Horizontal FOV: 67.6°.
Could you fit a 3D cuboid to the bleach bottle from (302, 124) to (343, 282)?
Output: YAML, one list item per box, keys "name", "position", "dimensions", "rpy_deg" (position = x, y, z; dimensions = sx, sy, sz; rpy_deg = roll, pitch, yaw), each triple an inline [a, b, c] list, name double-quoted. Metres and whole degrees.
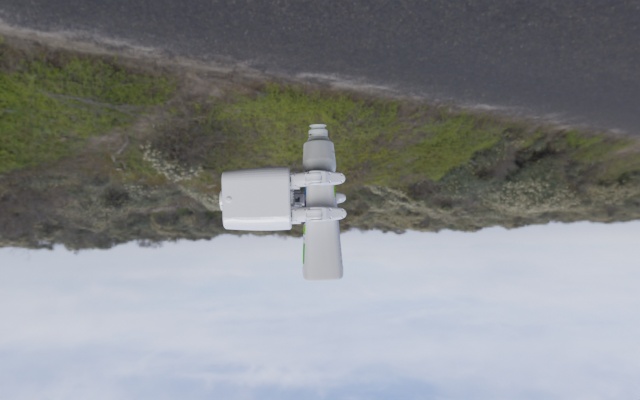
- name: "bleach bottle"
  position: [0.000, 0.003, 0.788]
  dimensions: [0.068, 0.251, 0.102]
  rpy_deg: [-2, -2, -1]
